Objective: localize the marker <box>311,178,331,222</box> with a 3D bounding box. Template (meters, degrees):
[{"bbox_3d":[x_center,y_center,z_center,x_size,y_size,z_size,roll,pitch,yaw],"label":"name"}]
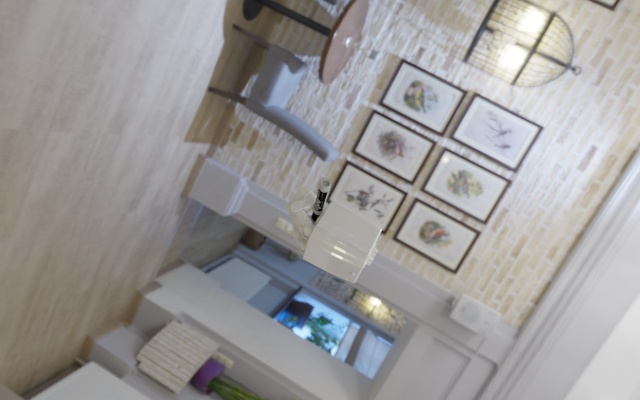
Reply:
[{"bbox_3d":[0.000,0.003,0.832,0.020,0.020,0.121,0,-32,-10],"label":"marker"}]
